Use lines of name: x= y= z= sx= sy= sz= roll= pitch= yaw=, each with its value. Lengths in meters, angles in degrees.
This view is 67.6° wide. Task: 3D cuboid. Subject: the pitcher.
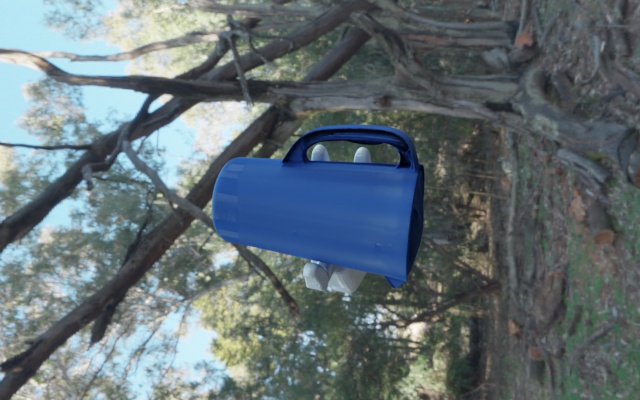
pitcher: x=0.000 y=0.002 z=0.568 sx=0.243 sy=0.149 sz=0.145 roll=7 pitch=-24 yaw=16
